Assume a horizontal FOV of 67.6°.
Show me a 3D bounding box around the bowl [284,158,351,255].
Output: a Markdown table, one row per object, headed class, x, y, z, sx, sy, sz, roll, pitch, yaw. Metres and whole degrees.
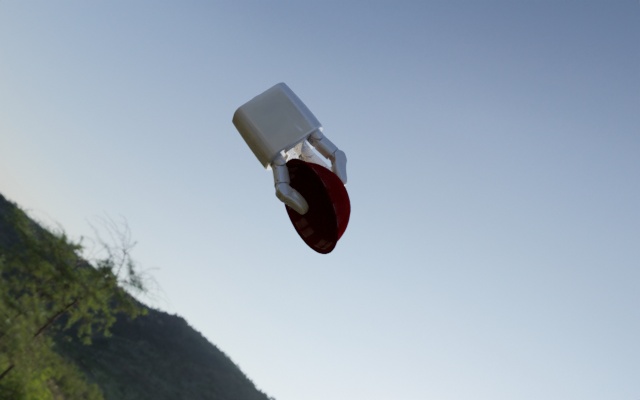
| class | x | y | z | sx | sy | sz | roll | pitch | yaw |
| --- | --- | --- | --- | --- | --- | --- | --- | --- | --- |
| bowl | 0.001 | 0.004 | 0.769 | 0.055 | 0.162 | 0.162 | -22 | 11 | -28 |
